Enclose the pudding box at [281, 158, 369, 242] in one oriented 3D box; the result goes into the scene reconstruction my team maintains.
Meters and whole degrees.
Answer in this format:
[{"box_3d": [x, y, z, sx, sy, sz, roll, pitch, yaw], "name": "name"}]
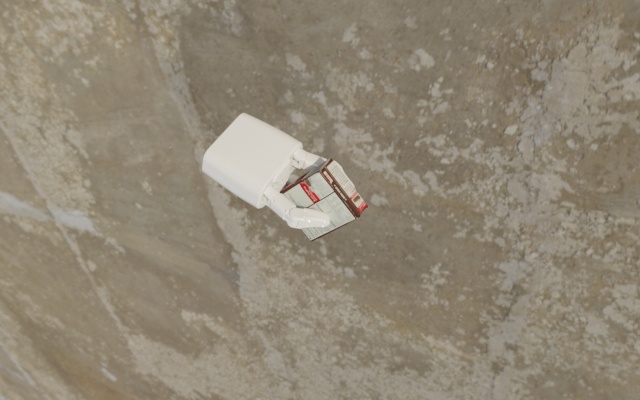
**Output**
[{"box_3d": [0.000, 0.002, 0.697, 0.113, 0.090, 0.039, -29, 13, 46], "name": "pudding box"}]
